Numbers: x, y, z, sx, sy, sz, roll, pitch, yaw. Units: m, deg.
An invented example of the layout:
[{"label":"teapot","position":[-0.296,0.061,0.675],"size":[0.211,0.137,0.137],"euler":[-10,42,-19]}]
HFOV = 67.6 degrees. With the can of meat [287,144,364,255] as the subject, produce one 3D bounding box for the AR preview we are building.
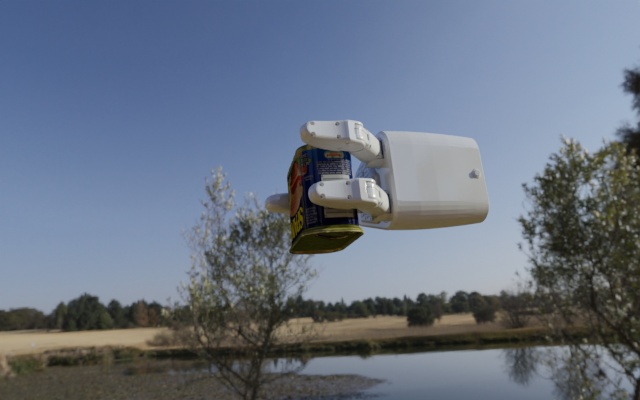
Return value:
[{"label":"can of meat","position":[0.000,0.001,0.460],"size":[0.057,0.084,0.102],"euler":[-1,-16,-13]}]
